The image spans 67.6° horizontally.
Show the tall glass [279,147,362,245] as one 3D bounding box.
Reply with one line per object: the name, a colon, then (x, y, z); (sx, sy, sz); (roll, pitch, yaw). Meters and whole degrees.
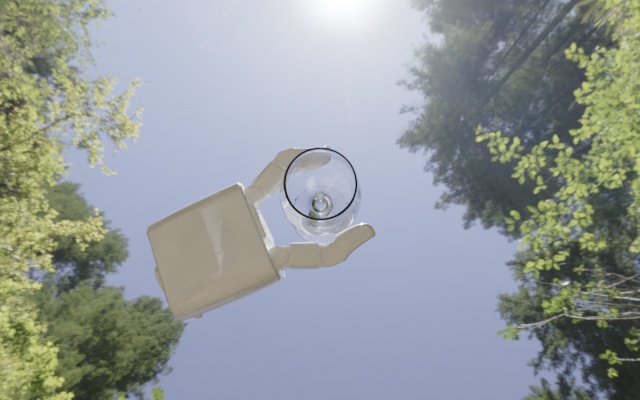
tall glass: (0.000, 0.002, 0.492); (0.079, 0.079, 0.201); (0, -9, 0)
